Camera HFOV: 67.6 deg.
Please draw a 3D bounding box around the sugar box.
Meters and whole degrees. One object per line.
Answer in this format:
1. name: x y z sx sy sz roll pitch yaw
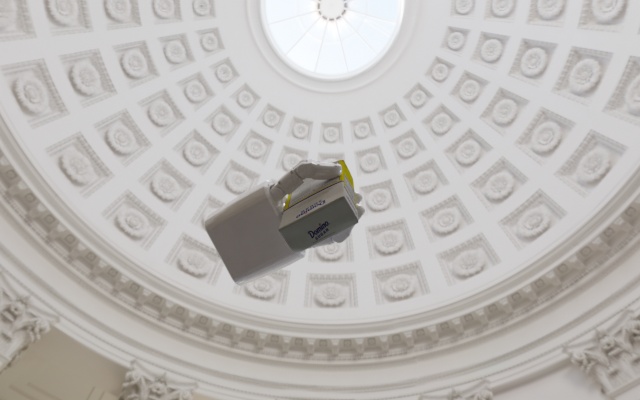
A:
1. sugar box: 0.000 0.003 0.649 0.093 0.048 0.176 -27 19 11
